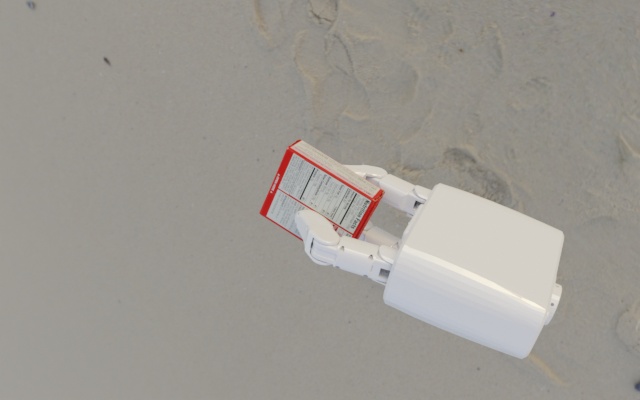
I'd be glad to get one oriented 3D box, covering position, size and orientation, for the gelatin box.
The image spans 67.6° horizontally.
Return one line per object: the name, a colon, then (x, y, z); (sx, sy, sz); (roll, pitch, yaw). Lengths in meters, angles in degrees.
gelatin box: (0.000, 0.001, 0.414); (0.089, 0.073, 0.030); (31, 30, 9)
